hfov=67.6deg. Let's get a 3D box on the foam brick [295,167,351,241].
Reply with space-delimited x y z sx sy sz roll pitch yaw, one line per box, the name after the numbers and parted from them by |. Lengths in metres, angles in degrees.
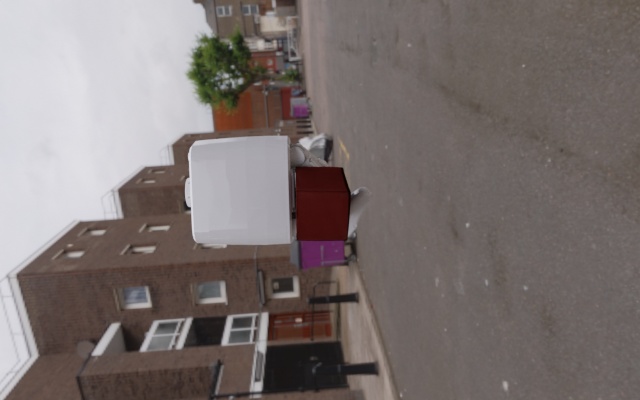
0.000 0.002 0.482 0.051 0.053 0.078 1 21 -4 | foam brick
